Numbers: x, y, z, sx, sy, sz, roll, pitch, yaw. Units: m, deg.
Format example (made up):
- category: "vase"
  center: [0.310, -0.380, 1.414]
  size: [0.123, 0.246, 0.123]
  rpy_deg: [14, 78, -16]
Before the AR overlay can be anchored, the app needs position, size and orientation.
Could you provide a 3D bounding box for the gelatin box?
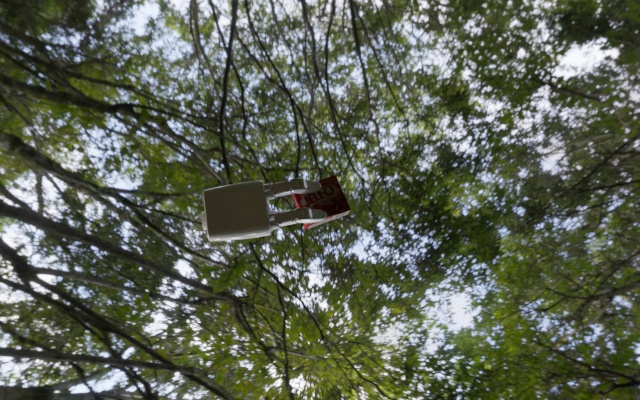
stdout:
- category: "gelatin box"
  center: [0.000, 0.003, 0.868]
  size: [0.089, 0.073, 0.030]
  rpy_deg: [-20, -15, -16]
